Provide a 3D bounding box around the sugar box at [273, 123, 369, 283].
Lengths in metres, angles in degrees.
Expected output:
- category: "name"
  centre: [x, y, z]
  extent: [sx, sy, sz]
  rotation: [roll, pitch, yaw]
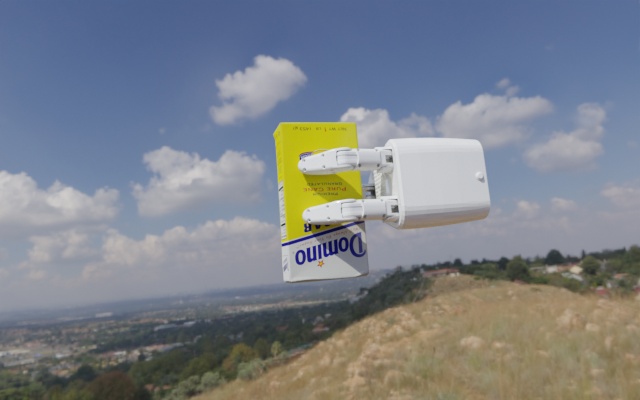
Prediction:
- category: "sugar box"
  centre: [0.000, 0.002, 0.542]
  extent: [0.093, 0.176, 0.048]
  rotation: [-3, -10, -15]
